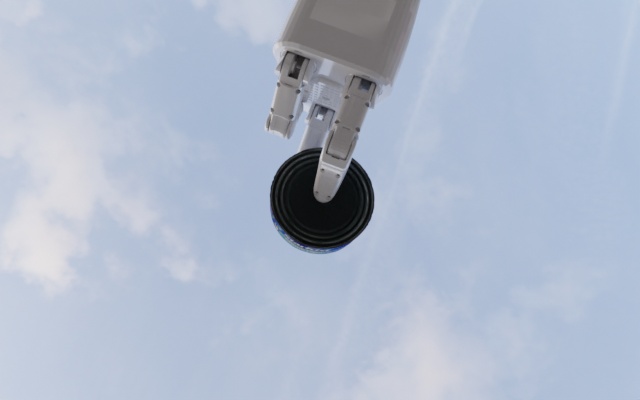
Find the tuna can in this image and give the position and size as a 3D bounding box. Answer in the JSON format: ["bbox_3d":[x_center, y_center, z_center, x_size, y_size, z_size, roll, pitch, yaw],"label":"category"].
[{"bbox_3d":[0.000,0.002,0.401,0.086,0.086,0.034,0,-16,-7],"label":"tuna can"}]
